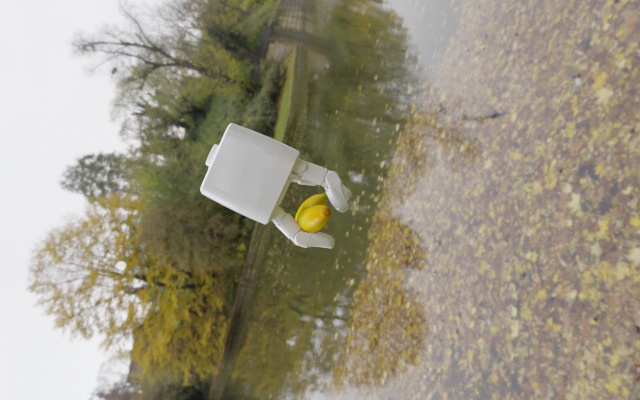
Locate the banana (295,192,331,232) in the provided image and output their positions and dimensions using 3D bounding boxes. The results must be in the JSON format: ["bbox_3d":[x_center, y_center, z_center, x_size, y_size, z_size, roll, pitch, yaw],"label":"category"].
[{"bbox_3d":[-0.011,0.017,0.726,0.037,0.069,0.197,35,11,-5],"label":"banana"}]
